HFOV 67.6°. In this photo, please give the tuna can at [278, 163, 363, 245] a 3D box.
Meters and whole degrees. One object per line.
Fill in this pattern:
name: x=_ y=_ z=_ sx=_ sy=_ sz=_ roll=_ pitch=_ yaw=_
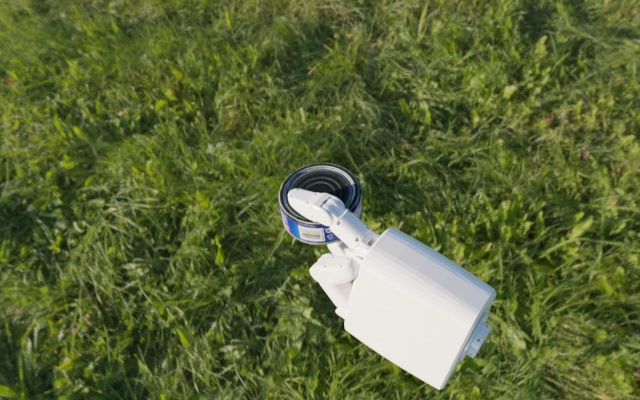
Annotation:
tuna can: x=0.000 y=0.001 z=0.493 sx=0.086 sy=0.086 sz=0.034 roll=0 pitch=-40 yaw=8
